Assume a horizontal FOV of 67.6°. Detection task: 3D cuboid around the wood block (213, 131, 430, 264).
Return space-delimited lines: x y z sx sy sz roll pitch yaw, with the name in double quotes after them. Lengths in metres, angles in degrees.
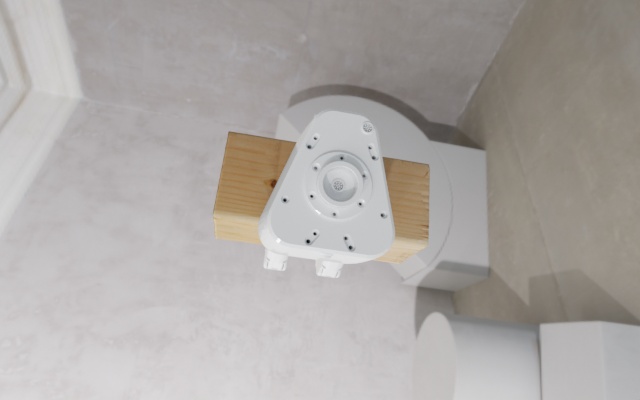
0.000 0.001 0.500 0.206 0.090 0.090 9 -21 -7 "wood block"
